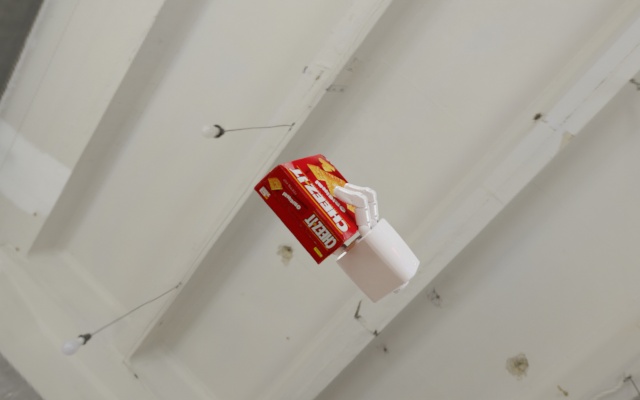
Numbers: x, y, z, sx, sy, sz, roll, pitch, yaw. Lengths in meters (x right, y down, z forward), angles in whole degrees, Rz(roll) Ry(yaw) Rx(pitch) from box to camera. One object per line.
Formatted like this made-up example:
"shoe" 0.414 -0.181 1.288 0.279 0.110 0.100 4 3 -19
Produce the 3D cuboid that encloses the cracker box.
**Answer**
"cracker box" 0.000 0.003 0.847 0.072 0.164 0.213 -43 -5 20
